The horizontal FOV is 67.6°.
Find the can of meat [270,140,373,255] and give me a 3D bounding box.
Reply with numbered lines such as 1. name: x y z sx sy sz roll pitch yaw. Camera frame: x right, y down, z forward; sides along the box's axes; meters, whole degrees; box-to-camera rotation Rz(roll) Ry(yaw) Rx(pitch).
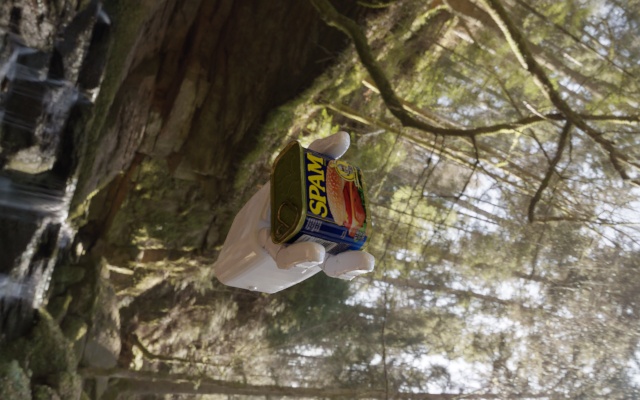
1. can of meat: 0.000 0.002 0.474 0.084 0.102 0.057 18 -38 -30
